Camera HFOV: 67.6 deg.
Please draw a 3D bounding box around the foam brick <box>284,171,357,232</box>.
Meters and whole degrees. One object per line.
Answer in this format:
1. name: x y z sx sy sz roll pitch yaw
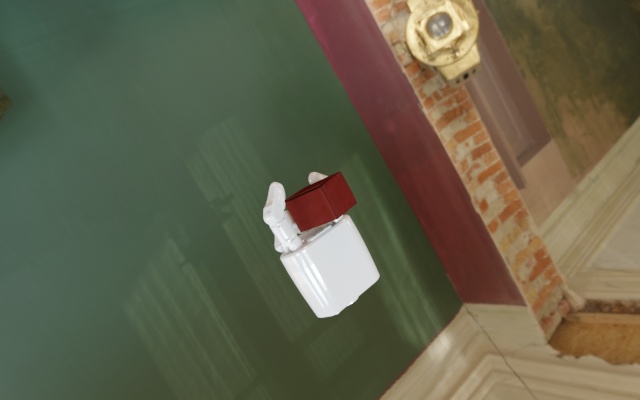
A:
1. foam brick: 0.000 0.002 0.657 0.078 0.051 0.053 -23 9 44
